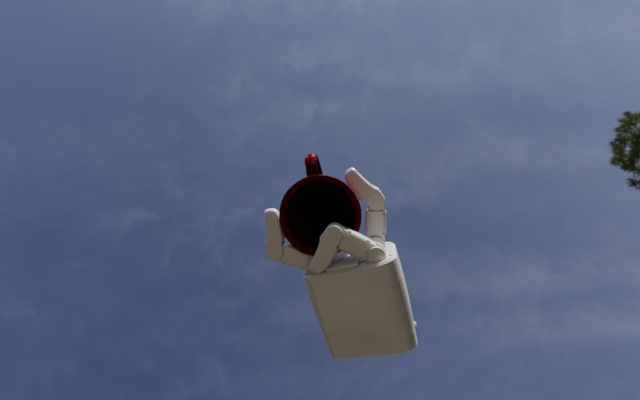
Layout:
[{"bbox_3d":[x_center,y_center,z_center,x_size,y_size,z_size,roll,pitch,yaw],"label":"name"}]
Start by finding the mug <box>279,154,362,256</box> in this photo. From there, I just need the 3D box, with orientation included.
[{"bbox_3d":[0.000,0.000,0.572,0.093,0.117,0.081,-14,5,7],"label":"mug"}]
